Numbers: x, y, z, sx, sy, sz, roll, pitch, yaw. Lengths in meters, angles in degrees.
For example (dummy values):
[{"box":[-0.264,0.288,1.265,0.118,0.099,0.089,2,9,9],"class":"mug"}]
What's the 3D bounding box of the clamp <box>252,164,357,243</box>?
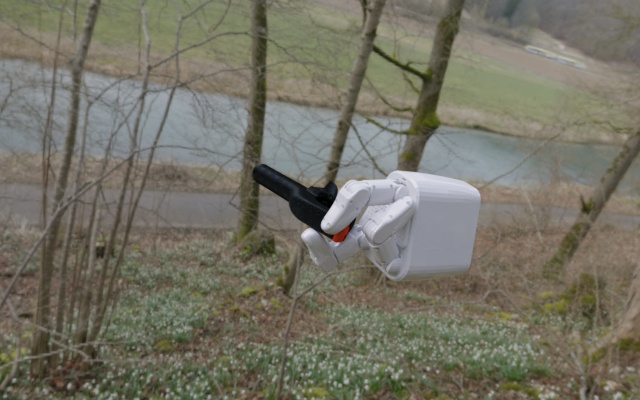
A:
[{"box":[0.000,0.001,0.574,0.120,0.039,0.171,3,24,-33],"class":"clamp"}]
